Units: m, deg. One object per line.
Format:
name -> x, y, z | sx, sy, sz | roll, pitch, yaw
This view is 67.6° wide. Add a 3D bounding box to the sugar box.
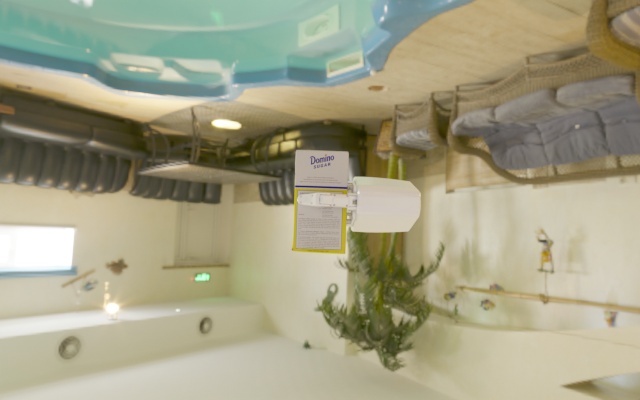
sugar box -> 0.000, 0.003, 0.831 | 0.093, 0.176, 0.048 | 3, -5, 0
